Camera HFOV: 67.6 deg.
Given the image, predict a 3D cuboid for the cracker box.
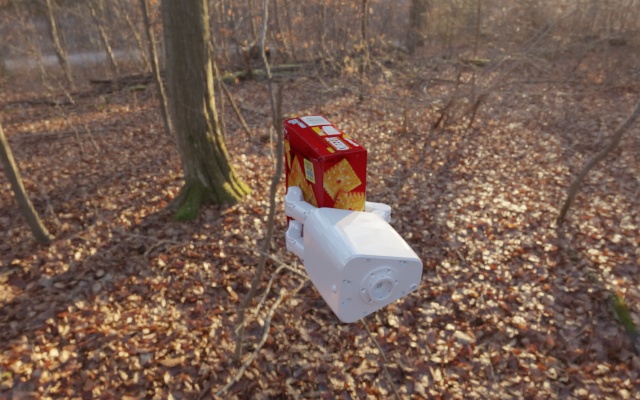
[{"bbox_3d":[0.000,0.002,0.693,0.072,0.214,0.164,-10,29,-19],"label":"cracker box"}]
